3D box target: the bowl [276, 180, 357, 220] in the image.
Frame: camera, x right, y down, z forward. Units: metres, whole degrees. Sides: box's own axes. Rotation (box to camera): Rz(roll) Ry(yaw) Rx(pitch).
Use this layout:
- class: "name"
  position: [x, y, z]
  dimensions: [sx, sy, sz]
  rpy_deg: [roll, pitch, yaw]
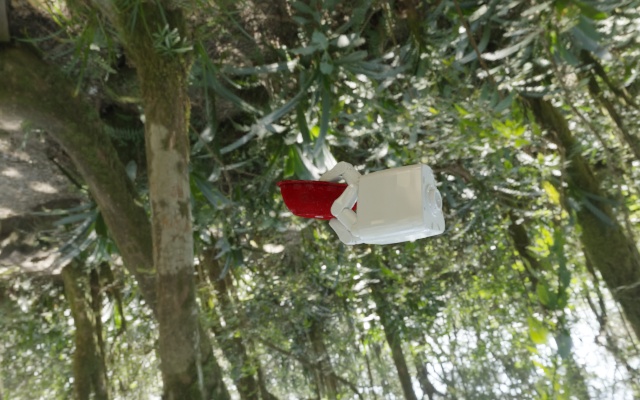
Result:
- class: "bowl"
  position: [-0.001, 0.003, 0.845]
  dimensions: [0.162, 0.055, 0.162]
  rpy_deg: [5, -6, 0]
